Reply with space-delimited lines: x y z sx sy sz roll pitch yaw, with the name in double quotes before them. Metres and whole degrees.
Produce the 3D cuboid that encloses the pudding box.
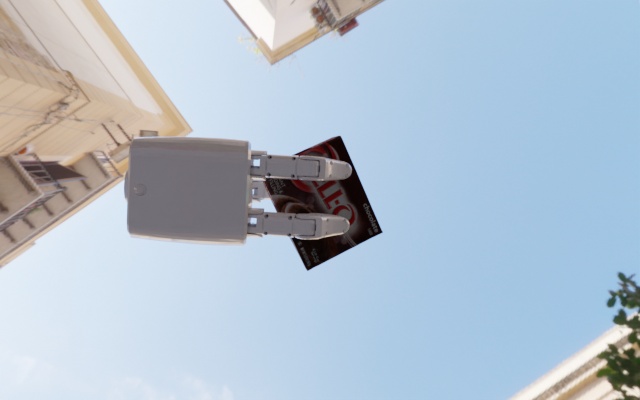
"pudding box" 0.000 0.002 0.494 0.090 0.113 0.039 -26 10 -9
